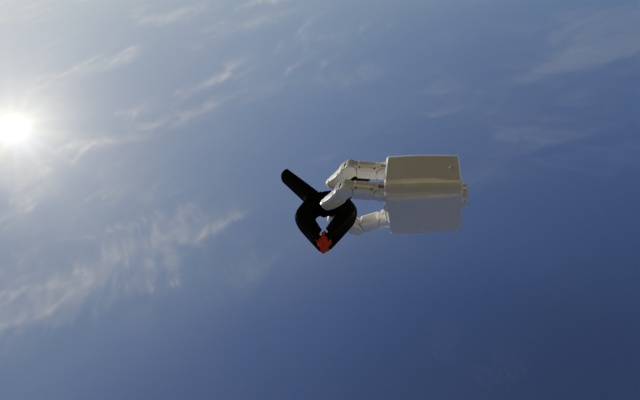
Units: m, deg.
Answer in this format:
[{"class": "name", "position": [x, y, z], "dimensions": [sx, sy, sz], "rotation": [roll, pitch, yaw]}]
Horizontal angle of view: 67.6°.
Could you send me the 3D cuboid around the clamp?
[{"class": "clamp", "position": [0.000, 0.003, 0.756], "dimensions": [0.164, 0.036, 0.209], "rotation": [-1, 36, 13]}]
